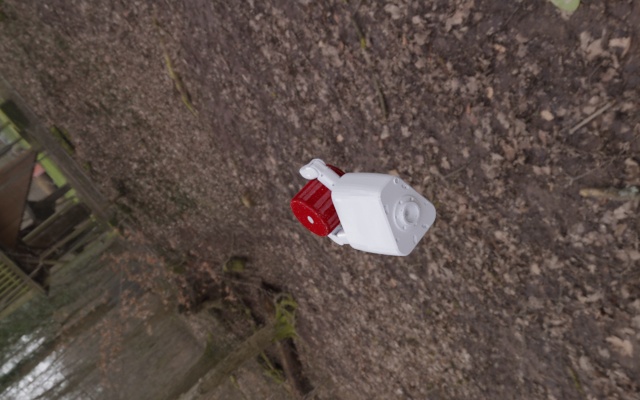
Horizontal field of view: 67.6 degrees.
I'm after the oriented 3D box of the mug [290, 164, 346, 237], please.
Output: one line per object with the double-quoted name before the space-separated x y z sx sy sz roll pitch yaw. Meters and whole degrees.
"mug" -0.001 0.003 0.773 0.081 0.093 0.117 -46 24 -23
